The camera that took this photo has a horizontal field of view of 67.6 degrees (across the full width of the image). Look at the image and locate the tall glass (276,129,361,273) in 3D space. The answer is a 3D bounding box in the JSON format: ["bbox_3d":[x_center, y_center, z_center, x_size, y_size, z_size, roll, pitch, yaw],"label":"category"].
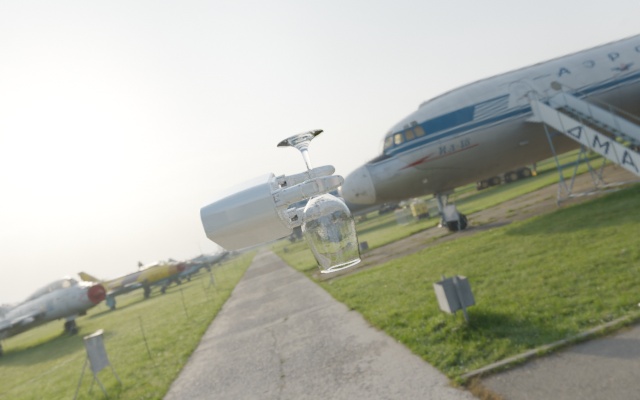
[{"bbox_3d":[0.000,0.002,0.703,0.079,0.201,0.079,-18,-3,-1],"label":"tall glass"}]
